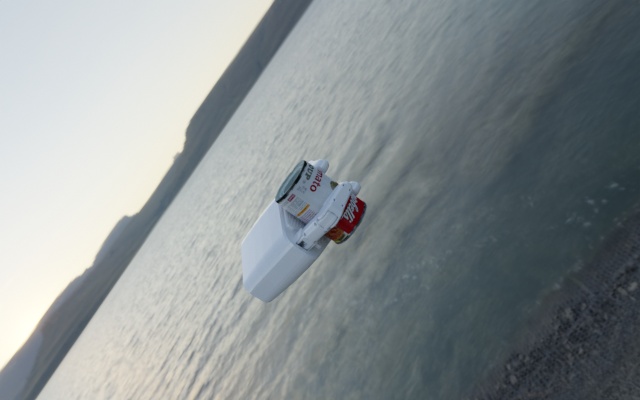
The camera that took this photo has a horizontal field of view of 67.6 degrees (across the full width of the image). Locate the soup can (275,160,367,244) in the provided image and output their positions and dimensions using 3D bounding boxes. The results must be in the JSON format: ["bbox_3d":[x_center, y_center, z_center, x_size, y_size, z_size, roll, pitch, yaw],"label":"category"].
[{"bbox_3d":[0.000,0.002,0.625,0.102,0.068,0.068,35,-10,-15],"label":"soup can"}]
